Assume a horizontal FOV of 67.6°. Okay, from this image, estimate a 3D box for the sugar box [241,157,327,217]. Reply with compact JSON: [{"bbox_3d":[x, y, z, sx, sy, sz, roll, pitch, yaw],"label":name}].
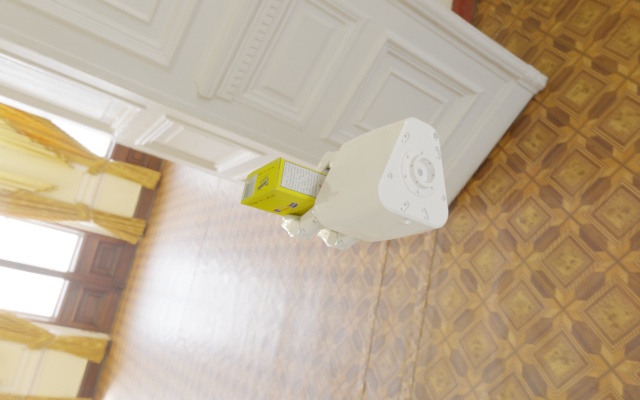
[{"bbox_3d":[0.000,0.002,0.598,0.176,0.048,0.093,20,-21,-29],"label":"sugar box"}]
